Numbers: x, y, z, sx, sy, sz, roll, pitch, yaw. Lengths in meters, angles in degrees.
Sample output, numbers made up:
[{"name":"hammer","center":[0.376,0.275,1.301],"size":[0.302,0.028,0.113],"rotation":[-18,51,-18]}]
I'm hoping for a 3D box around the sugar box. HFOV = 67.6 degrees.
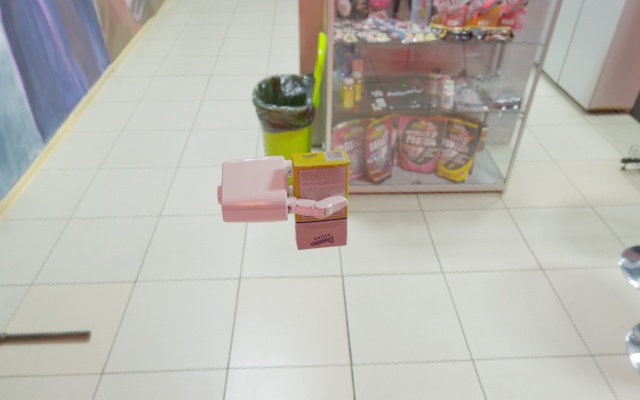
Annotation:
[{"name":"sugar box","center":[0.000,0.002,0.819],"size":[0.093,0.176,0.048],"rotation":[-5,37,-7]}]
